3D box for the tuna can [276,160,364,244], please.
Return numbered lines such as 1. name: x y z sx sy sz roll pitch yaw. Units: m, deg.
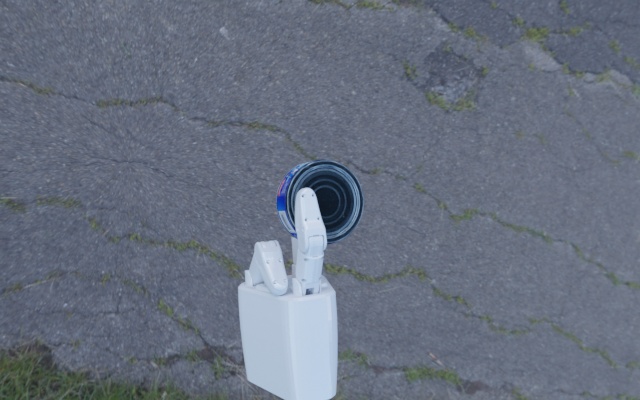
1. tuna can: 0.000 0.002 0.484 0.086 0.086 0.034 0 -1 -22
